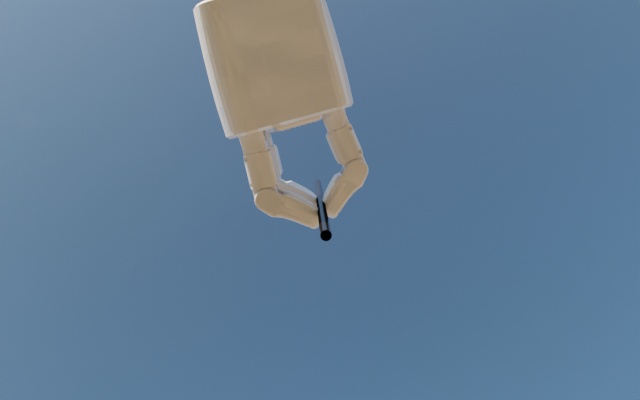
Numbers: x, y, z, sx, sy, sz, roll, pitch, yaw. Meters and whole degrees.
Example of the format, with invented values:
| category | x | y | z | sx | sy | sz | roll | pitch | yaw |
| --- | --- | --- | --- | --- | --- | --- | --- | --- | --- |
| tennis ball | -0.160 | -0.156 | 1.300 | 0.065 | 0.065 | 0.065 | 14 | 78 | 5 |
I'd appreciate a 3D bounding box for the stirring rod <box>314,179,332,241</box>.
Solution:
| category | x | y | z | sx | sy | sz | roll | pitch | yaw |
| --- | --- | --- | --- | --- | --- | --- | --- | --- | --- |
| stirring rod | 0.000 | 0.001 | 0.444 | 0.011 | 0.011 | 0.239 | 0 | 11 | -2 |
